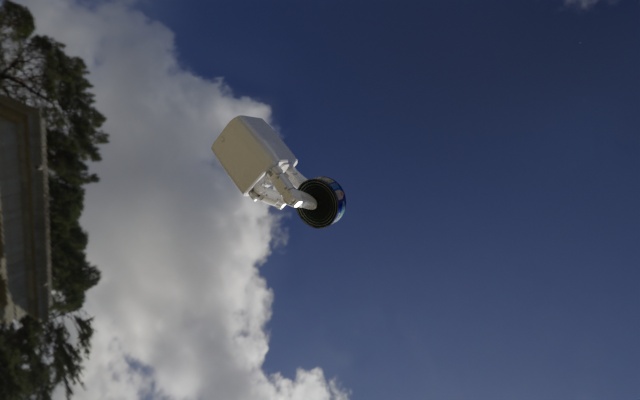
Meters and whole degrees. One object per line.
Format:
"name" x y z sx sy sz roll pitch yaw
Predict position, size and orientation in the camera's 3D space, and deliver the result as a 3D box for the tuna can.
"tuna can" 0.000 0.003 0.815 0.086 0.086 0.033 0 12 32
